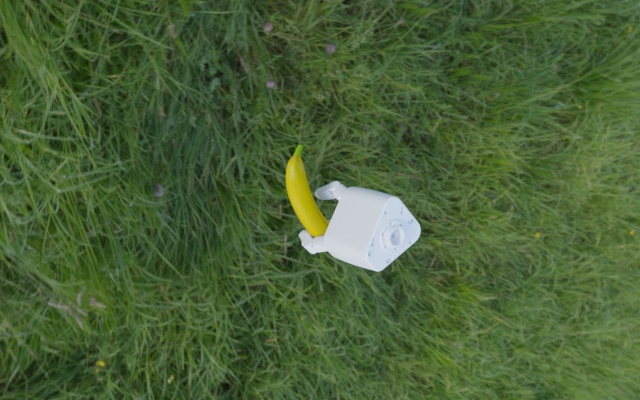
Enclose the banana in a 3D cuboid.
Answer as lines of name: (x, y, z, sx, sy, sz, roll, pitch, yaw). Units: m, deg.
banana: (-0.015, 0.008, 0.807, 0.069, 0.198, 0.037, -32, 19, -32)
